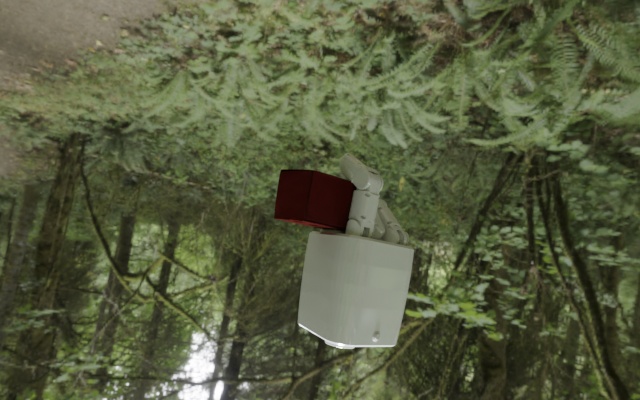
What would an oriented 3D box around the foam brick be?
[{"bbox_3d":[0.000,0.001,0.488,0.078,0.051,0.053,15,-7,-40],"label":"foam brick"}]
